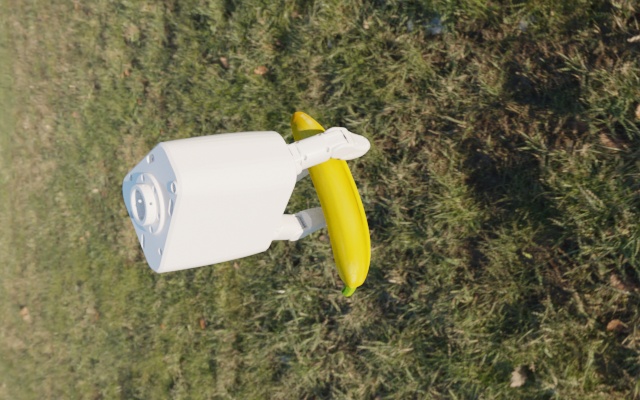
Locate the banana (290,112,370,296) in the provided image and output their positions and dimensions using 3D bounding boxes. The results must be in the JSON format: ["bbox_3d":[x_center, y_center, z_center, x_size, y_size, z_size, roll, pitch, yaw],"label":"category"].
[{"bbox_3d":[0.011,0.002,0.466,0.037,0.198,0.069,-15,1,-35],"label":"banana"}]
